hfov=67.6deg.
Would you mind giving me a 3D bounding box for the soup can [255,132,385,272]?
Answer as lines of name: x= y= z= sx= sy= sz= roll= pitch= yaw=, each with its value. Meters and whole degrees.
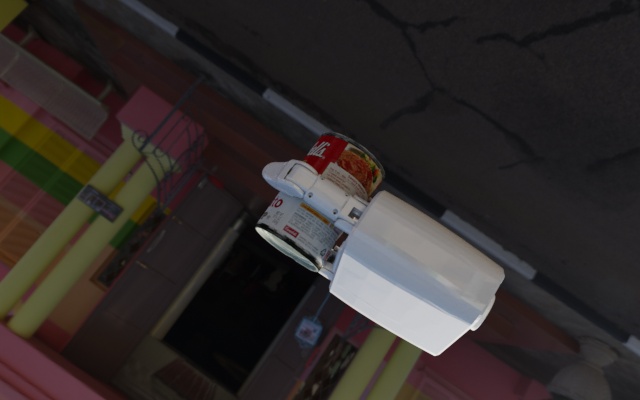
soup can: x=-0.001 y=0.001 z=0.411 sx=0.068 sy=0.102 sz=0.068 roll=33 pitch=-15 yaw=10
